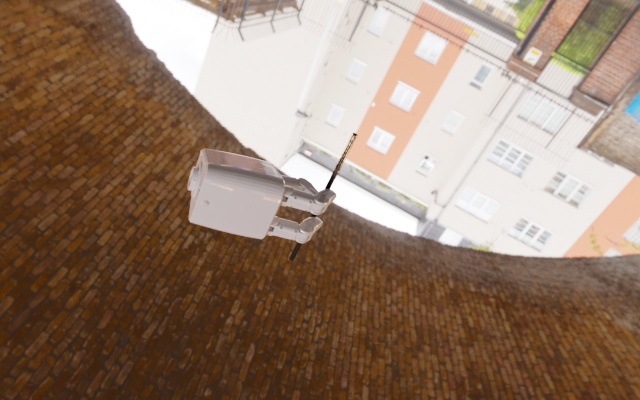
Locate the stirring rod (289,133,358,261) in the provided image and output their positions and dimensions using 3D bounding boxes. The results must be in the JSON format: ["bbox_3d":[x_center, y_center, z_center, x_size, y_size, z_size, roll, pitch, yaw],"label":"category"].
[{"bbox_3d":[0.000,0.002,0.712,0.011,0.240,0.011,20,31,-12],"label":"stirring rod"}]
